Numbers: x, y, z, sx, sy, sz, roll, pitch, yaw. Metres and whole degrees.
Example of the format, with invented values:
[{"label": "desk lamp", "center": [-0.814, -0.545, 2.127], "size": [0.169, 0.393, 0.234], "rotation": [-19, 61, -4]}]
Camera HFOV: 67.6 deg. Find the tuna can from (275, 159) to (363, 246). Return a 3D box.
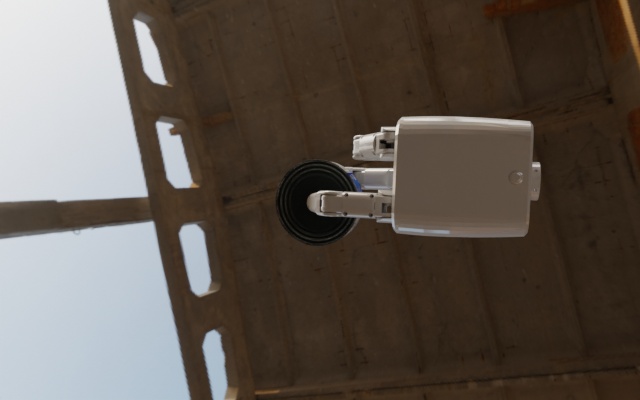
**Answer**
[{"label": "tuna can", "center": [0.000, 0.002, 0.486], "size": [0.086, 0.086, 0.034], "rotation": [0, 3, 16]}]
